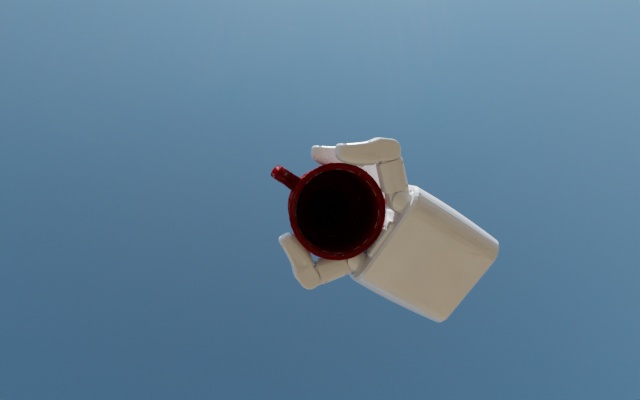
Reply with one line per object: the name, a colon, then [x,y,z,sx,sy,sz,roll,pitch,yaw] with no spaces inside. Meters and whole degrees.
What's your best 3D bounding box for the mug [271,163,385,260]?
mug: [-0.001,0.001,0.486,0.117,0.093,0.081,31,-1,-11]
